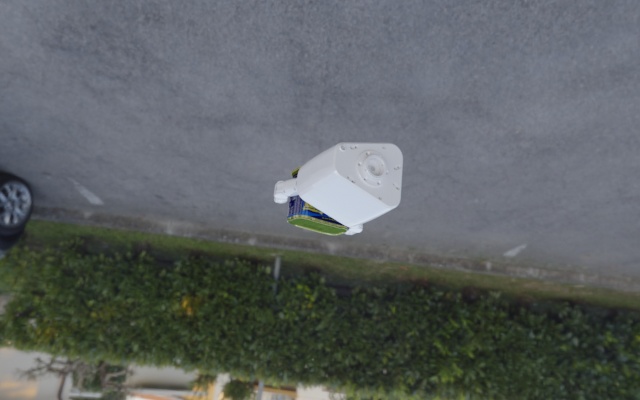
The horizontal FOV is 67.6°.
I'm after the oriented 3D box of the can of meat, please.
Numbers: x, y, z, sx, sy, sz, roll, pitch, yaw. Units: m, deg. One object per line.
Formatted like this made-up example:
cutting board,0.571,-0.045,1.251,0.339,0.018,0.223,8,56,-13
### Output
can of meat,0.000,0.003,0.749,0.102,0.084,0.057,16,-21,-27
